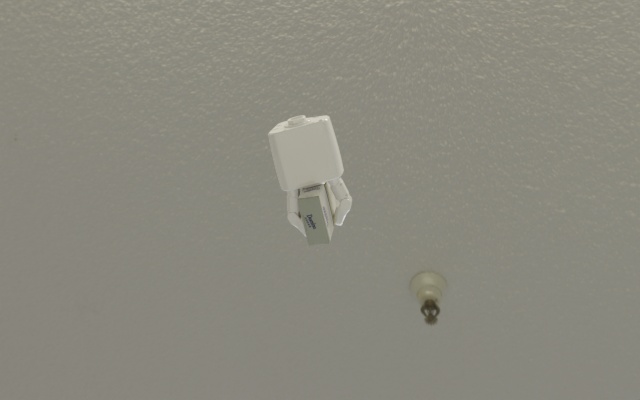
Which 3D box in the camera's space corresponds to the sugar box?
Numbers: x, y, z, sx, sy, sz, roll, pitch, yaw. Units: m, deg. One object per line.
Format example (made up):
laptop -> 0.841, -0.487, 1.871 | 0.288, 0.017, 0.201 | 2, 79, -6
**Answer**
sugar box -> 0.000, 0.003, 0.892 | 0.048, 0.093, 0.176 | -8, 21, 14
